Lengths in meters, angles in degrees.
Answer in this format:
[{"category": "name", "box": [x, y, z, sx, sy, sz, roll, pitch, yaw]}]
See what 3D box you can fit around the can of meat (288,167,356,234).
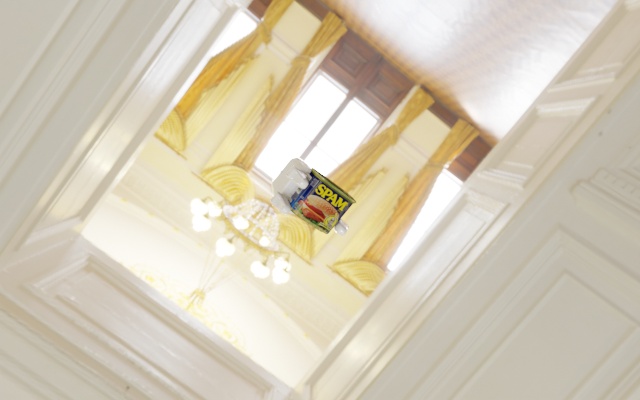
[{"category": "can of meat", "box": [0.000, 0.003, 0.879, 0.102, 0.084, 0.057, 36, 8, -26]}]
